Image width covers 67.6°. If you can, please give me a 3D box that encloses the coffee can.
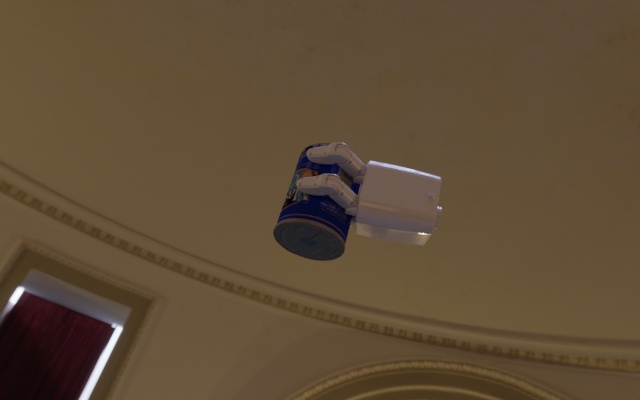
[{"bbox_3d":[0.000,0.002,0.699,0.103,0.140,0.103,12,-33,8],"label":"coffee can"}]
